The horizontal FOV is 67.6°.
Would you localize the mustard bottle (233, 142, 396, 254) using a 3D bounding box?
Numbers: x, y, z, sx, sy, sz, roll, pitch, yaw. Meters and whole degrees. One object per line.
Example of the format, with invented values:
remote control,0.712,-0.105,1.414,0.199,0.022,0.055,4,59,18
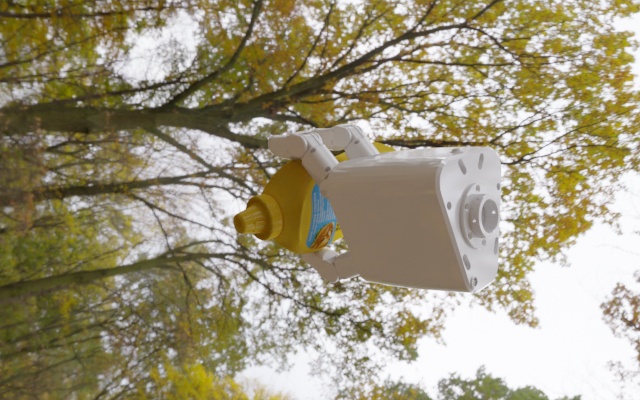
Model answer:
mustard bottle,0.000,0.001,0.469,0.191,0.096,0.058,-16,34,-41
